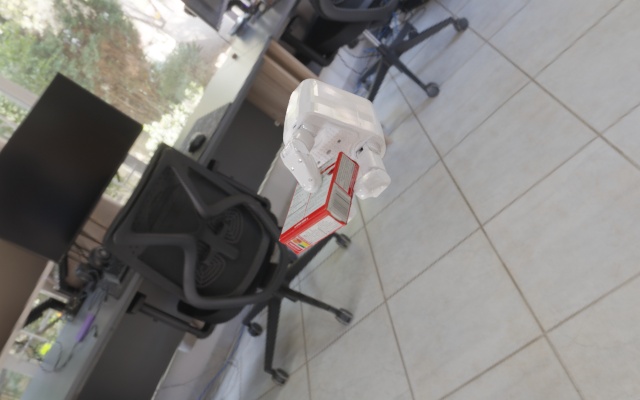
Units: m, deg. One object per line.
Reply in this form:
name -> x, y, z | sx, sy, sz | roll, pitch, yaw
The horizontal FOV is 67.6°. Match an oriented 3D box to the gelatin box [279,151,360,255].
gelatin box -> 0.000, 0.002, 0.482 | 0.030, 0.089, 0.073 | 38, -49, -21
